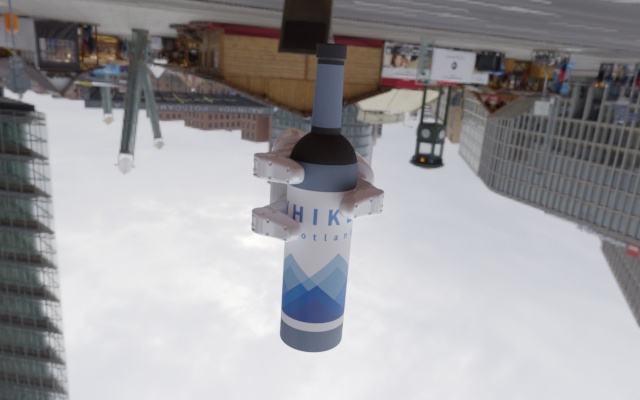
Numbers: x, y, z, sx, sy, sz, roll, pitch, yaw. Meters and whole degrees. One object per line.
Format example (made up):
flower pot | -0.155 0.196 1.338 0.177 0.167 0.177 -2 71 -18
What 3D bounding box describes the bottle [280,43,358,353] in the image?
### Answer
bottle | 0.000 0.002 0.467 0.069 0.296 0.069 4 16 -1
